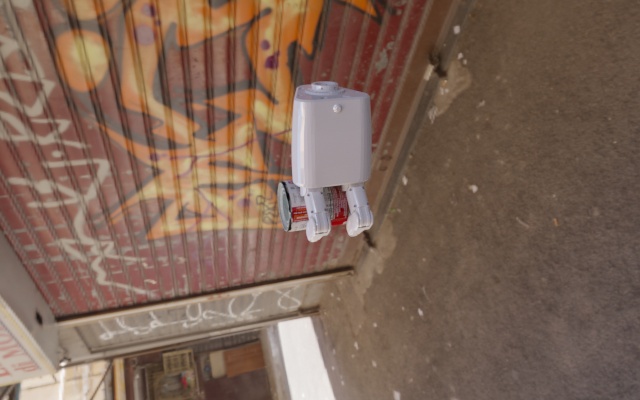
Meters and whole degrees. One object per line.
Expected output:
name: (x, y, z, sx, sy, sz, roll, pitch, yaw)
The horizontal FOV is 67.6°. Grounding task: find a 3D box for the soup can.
soup can: (0.000, 0.003, 0.631, 0.102, 0.068, 0.068, -7, 2, -16)
